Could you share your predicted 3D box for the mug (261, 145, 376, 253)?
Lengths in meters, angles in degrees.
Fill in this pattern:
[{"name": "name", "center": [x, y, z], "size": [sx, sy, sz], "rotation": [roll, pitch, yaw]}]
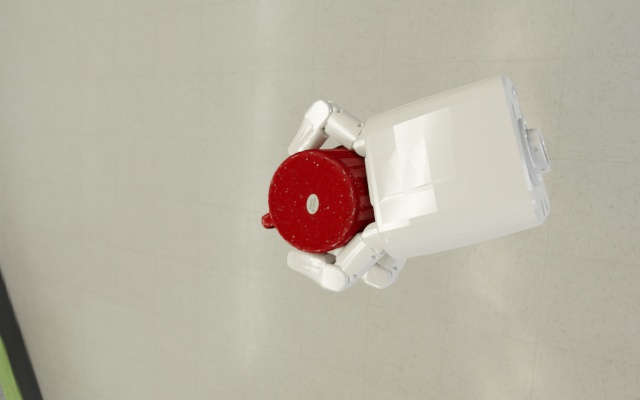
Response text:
[{"name": "mug", "center": [-0.001, 0.002, 0.405], "size": [0.117, 0.093, 0.081], "rotation": [-18, -4, 29]}]
